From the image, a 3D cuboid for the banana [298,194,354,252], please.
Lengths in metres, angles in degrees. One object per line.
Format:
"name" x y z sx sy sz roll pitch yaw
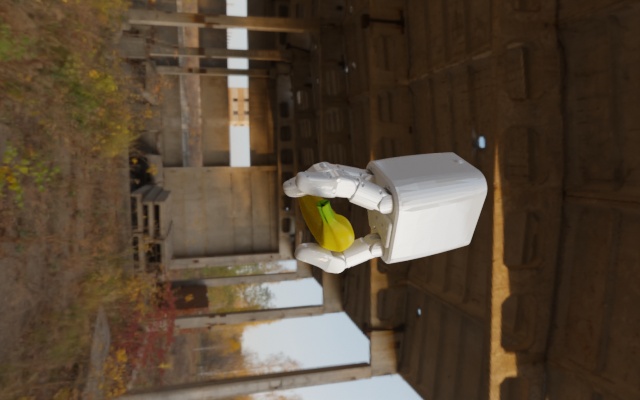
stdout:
"banana" 0.006 0.020 0.547 0.037 0.069 0.198 -17 8 -8
